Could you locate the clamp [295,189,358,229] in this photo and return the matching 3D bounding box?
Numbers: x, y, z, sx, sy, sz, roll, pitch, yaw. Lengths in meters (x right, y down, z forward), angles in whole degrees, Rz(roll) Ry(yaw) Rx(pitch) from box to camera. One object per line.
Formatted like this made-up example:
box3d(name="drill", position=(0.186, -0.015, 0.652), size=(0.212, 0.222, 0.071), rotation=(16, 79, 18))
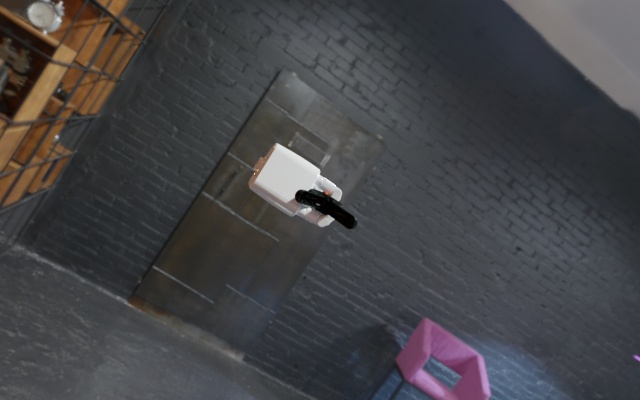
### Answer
box3d(name="clamp", position=(0.001, 0.002, 0.899), size=(0.120, 0.039, 0.171), rotation=(33, 2, -14))
